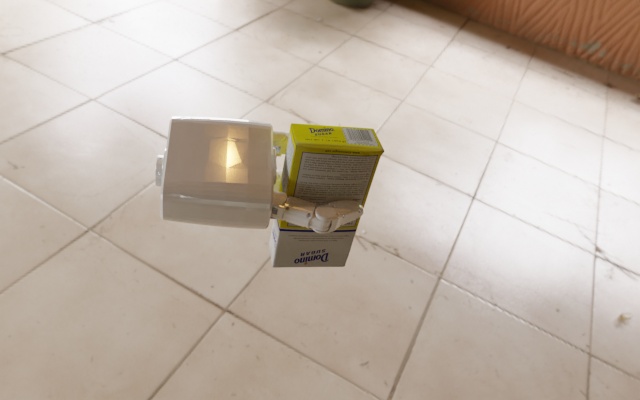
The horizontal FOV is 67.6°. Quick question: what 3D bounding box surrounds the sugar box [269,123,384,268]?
[{"bbox_3d":[0.000,0.001,0.530,0.093,0.176,0.048,2,43,-16],"label":"sugar box"}]
